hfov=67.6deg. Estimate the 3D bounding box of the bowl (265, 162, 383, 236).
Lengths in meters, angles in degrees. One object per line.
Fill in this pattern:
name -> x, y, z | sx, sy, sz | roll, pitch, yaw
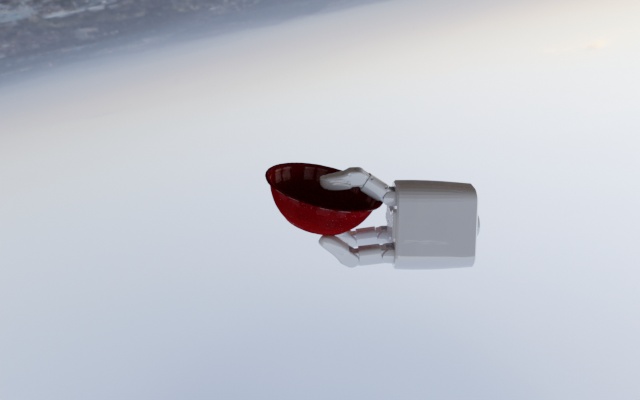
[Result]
bowl -> -0.001, 0.002, 0.646 | 0.162, 0.055, 0.162 | 12, 22, -5
